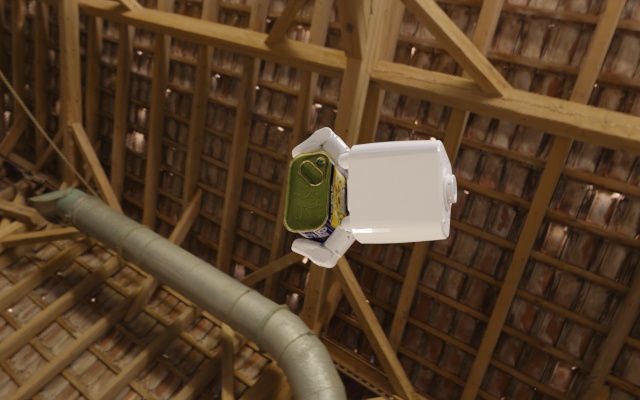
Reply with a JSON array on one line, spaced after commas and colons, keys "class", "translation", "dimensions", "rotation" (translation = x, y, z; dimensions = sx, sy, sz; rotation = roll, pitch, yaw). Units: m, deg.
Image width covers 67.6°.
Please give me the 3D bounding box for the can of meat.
[{"class": "can of meat", "translation": [0.000, 0.002, 0.603], "dimensions": [0.057, 0.102, 0.084], "rotation": [-5, -22, 23]}]
